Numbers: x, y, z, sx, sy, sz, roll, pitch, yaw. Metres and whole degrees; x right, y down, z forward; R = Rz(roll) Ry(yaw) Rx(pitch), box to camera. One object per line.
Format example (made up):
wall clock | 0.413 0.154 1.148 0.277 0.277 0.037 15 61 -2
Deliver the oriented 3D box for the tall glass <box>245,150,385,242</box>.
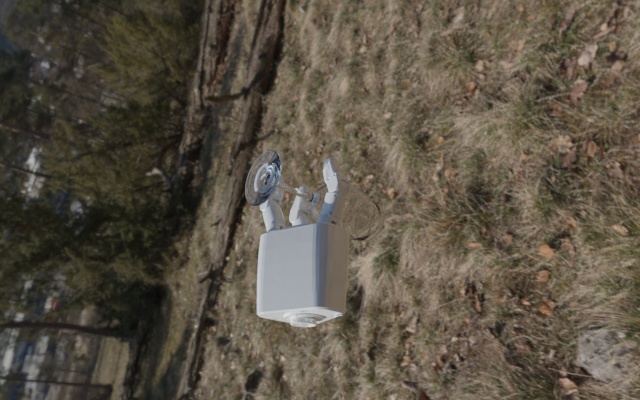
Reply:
tall glass | 0.000 0.002 0.657 0.201 0.079 0.079 22 -14 -37
